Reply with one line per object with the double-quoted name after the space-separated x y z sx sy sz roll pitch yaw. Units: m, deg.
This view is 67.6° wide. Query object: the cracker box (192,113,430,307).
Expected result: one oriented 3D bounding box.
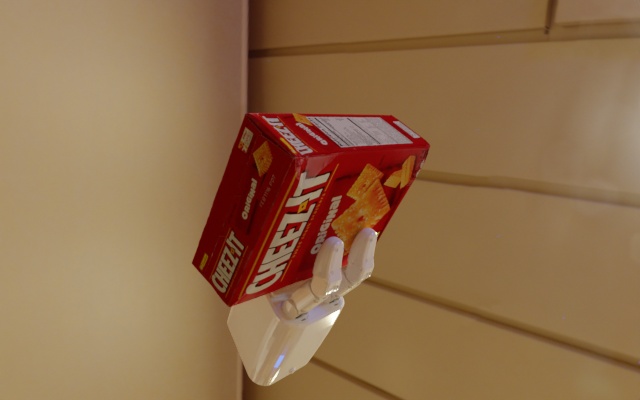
0.000 0.001 0.472 0.072 0.164 0.213 42 32 28 "cracker box"
